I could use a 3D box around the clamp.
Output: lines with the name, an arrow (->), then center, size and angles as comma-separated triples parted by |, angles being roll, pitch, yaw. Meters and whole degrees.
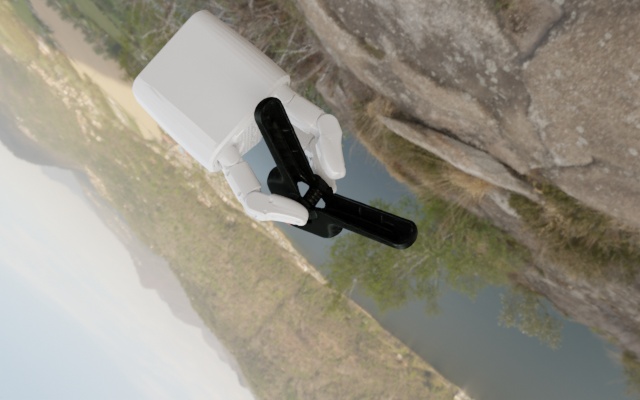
clamp -> -0.001, 0.002, 0.458 | 0.164, 0.036, 0.210 | 41, -17, 4
